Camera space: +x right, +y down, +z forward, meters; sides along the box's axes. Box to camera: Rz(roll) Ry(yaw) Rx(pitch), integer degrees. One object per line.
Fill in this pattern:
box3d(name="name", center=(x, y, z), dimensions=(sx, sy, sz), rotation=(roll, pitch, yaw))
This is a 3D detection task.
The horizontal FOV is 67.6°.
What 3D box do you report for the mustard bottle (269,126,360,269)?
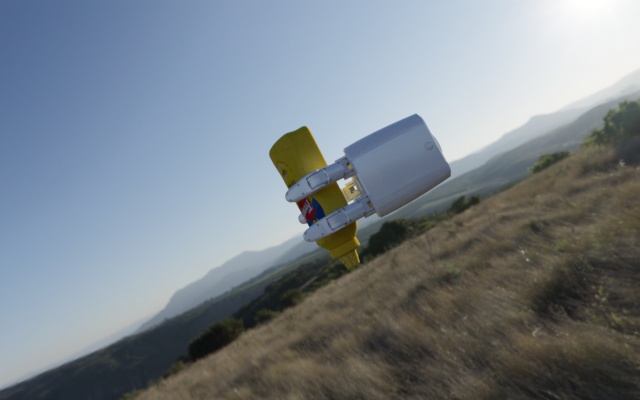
box3d(name="mustard bottle", center=(0.000, 0.002, 0.638), dimensions=(0.058, 0.191, 0.096), rotation=(-27, -4, -23))
